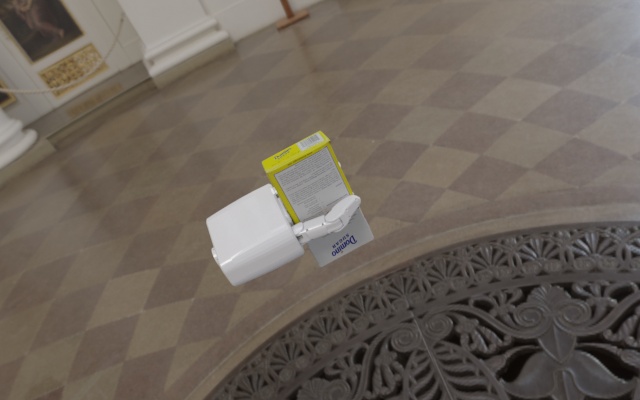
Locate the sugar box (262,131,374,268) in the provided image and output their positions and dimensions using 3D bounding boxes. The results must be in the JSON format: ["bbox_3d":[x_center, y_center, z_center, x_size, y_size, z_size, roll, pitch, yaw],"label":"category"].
[{"bbox_3d":[0.000,0.002,0.667,0.093,0.176,0.048,-27,33,-2],"label":"sugar box"}]
